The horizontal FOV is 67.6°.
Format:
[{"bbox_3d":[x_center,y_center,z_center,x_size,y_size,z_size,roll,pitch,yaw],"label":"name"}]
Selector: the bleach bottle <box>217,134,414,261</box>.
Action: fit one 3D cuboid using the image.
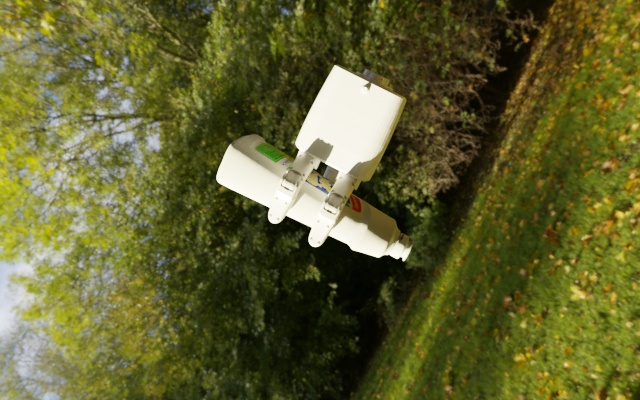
[{"bbox_3d":[0.000,0.002,0.606,0.251,0.068,0.102,28,16,5],"label":"bleach bottle"}]
